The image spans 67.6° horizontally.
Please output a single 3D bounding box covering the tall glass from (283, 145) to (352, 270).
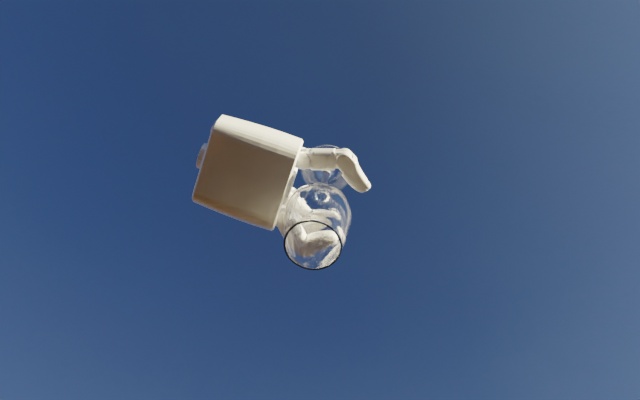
[{"bbox_3d":[0.000,0.002,0.584,0.079,0.079,0.201,0,27,5],"label":"tall glass"}]
